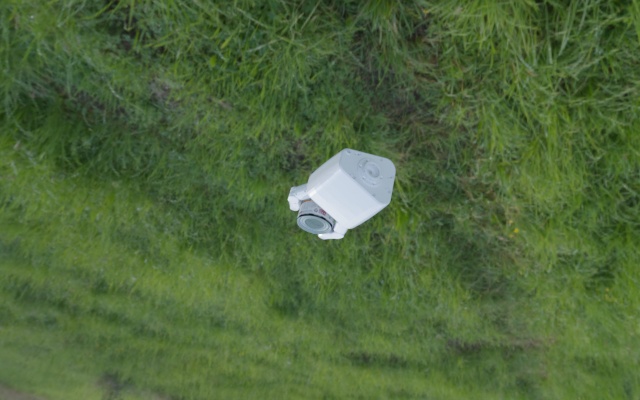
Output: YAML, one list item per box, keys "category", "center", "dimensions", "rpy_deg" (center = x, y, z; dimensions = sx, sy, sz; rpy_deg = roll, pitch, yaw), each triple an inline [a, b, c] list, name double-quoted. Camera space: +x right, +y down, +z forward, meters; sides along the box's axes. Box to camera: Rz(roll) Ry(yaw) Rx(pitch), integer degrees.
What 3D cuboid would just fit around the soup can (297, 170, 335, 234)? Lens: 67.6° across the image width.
- category: "soup can"
  center: [0.000, 0.003, 0.886]
  dimensions: [0.068, 0.102, 0.068]
  rpy_deg: [11, -31, 7]
